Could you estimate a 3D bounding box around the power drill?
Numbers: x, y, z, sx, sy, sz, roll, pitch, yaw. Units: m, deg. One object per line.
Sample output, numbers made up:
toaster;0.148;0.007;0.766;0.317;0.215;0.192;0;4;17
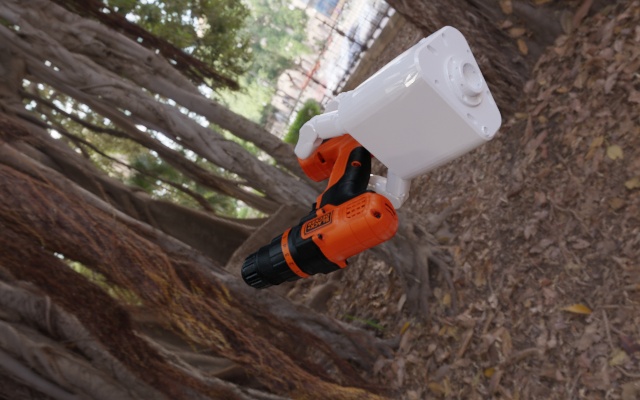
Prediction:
power drill;0.000;0.001;0.524;0.184;0.187;0.057;-25;-54;28
